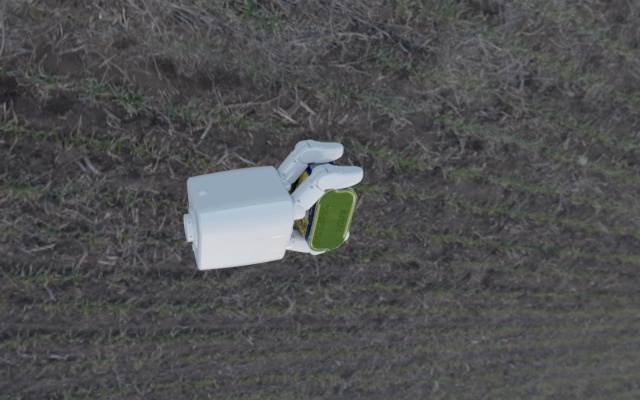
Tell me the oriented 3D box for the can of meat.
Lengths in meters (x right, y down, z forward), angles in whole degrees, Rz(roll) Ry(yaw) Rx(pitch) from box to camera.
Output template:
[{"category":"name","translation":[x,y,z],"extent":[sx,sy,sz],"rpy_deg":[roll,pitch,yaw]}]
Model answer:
[{"category":"can of meat","translation":[0.000,0.002,0.609],"extent":[0.057,0.102,0.084],"rpy_deg":[-4,37,-23]}]
